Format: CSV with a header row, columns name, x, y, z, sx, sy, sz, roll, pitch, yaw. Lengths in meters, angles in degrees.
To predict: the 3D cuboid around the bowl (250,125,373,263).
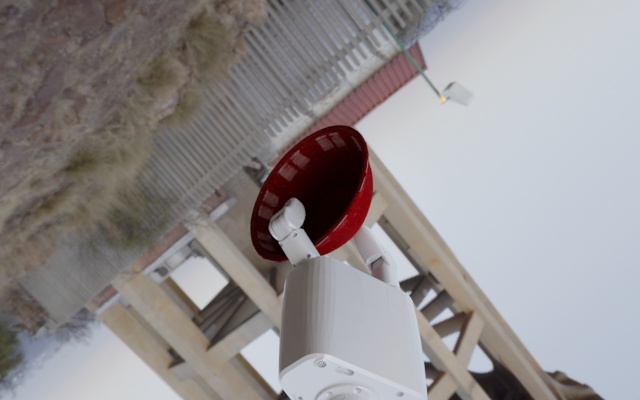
name,x,y,z,sx,sy,sz,roll,pitch,yaw
bowl,0.000,0.001,0.505,0.162,0.162,0.055,0,-29,49
